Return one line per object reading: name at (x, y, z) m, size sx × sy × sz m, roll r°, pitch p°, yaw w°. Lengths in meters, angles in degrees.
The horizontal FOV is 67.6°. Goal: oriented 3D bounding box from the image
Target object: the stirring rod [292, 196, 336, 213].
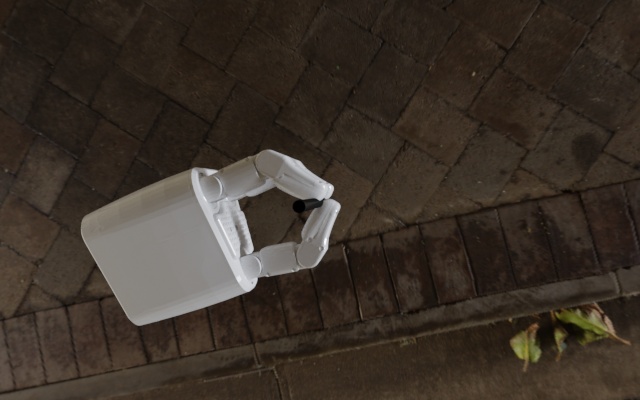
stirring rod at (0.000, 0.001, 0.409) m, size 0.011 × 0.011 × 0.239 m, roll 0°, pitch 1°, yaw 6°
